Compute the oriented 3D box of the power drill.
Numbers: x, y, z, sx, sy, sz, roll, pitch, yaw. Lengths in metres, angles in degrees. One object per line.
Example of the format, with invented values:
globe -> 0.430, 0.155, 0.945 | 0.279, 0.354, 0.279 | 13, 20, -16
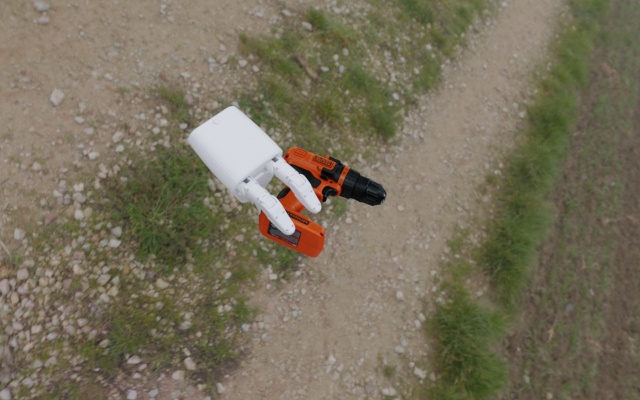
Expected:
power drill -> 0.000, 0.003, 0.755 | 0.184, 0.057, 0.187 | 22, 42, 8
